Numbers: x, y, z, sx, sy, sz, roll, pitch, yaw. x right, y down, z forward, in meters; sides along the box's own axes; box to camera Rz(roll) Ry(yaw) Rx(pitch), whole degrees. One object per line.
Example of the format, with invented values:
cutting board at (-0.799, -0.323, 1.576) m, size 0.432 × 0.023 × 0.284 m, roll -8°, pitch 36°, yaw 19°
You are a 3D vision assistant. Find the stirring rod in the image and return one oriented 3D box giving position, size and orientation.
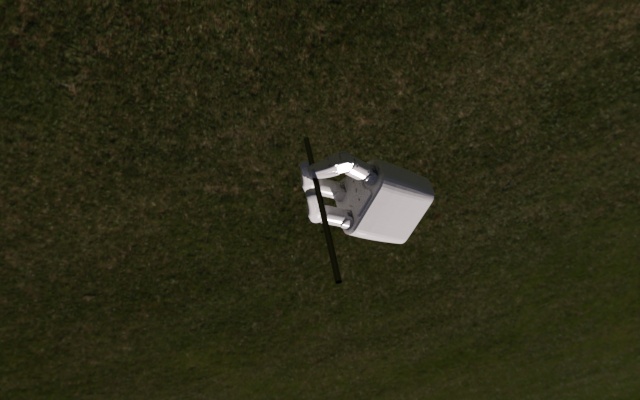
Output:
stirring rod at (0.000, 0.002, 0.624) m, size 0.011 × 0.239 × 0.011 m, roll -8°, pitch -39°, yaw -6°
